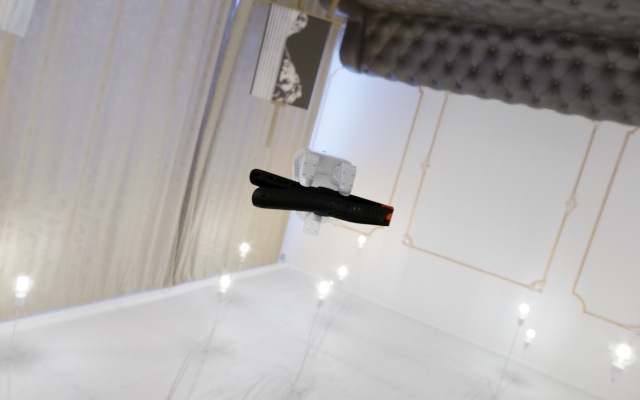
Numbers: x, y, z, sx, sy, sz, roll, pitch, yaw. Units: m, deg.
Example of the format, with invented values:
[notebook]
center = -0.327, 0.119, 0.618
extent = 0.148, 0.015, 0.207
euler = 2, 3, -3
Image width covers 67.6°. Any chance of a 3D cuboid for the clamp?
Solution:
[clamp]
center = 0.000, 0.003, 0.640
extent = 0.210, 0.036, 0.164
euler = 14, 11, -5
